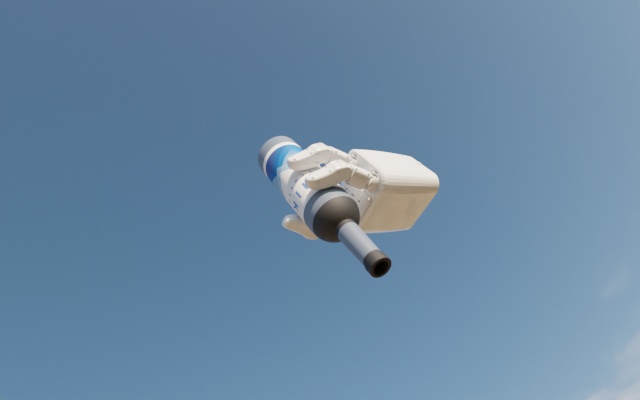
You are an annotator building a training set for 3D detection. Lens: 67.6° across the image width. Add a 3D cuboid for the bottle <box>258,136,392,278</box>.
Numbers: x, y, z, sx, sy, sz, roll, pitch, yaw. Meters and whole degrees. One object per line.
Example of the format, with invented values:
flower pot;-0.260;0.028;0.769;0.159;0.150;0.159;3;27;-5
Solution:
bottle;0.000;0.002;0.625;0.069;0.069;0.295;0;29;-31
